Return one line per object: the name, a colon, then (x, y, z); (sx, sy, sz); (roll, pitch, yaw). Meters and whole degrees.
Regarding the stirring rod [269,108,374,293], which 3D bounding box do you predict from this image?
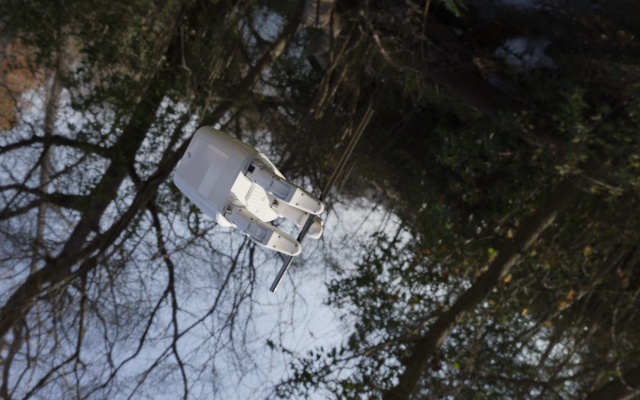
stirring rod: (0.000, 0.002, 0.553); (0.011, 0.239, 0.011); (28, 5, -3)
